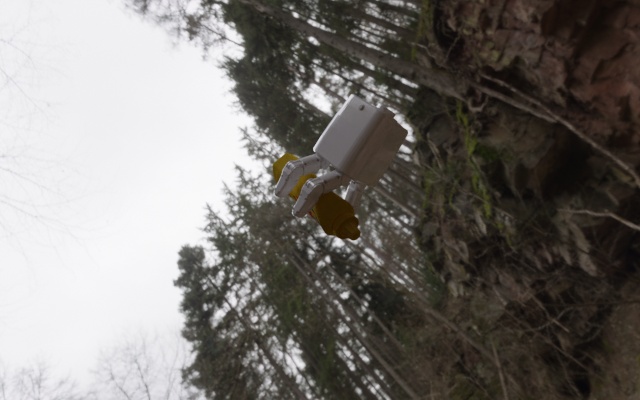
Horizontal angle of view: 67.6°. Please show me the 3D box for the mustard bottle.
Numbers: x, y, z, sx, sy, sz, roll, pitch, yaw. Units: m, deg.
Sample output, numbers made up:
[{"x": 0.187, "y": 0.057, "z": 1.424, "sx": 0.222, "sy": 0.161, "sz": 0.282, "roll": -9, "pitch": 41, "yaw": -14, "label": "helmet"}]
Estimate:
[{"x": 0.000, "y": 0.003, "z": 0.750, "sx": 0.191, "sy": 0.058, "sz": 0.096, "roll": 43, "pitch": -11, "yaw": 42, "label": "mustard bottle"}]
